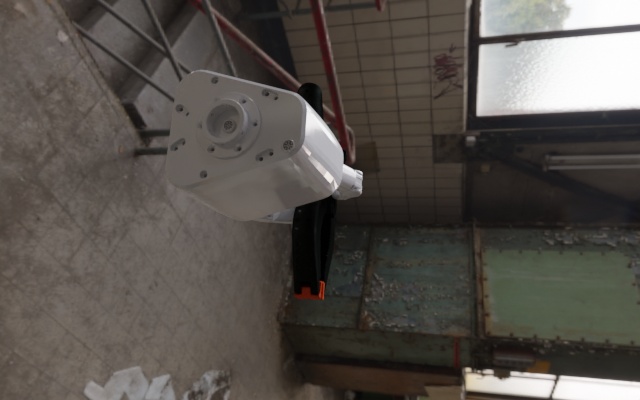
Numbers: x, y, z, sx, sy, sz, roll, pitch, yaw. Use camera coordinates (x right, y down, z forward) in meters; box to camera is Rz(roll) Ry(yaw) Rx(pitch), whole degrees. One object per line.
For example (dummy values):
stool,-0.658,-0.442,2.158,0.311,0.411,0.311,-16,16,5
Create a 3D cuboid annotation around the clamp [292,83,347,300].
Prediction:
clamp,0.001,0.002,0.522,0.036,0.210,0.164,0,-12,15
